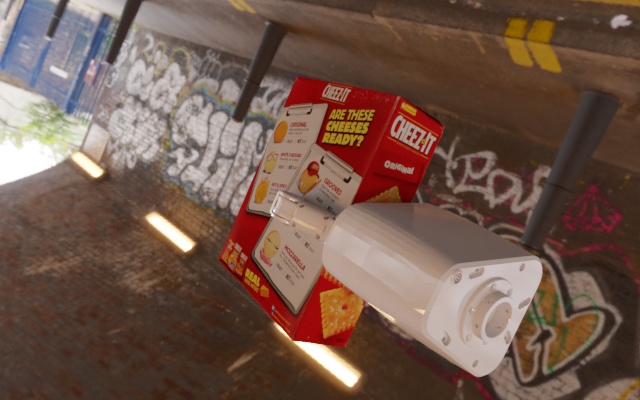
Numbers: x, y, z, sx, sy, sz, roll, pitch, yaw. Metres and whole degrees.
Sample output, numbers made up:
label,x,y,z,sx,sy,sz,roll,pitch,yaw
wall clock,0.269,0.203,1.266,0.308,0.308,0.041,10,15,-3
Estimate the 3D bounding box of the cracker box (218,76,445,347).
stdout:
label,x,y,z,sx,sy,sz,roll,pitch,yaw
cracker box,0.000,0.002,0.455,0.072,0.214,0.164,21,5,-38
